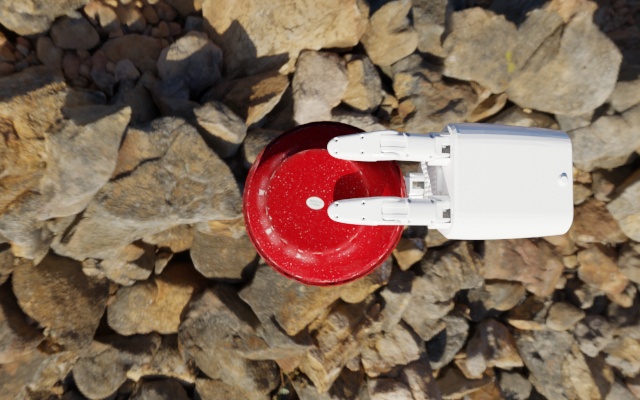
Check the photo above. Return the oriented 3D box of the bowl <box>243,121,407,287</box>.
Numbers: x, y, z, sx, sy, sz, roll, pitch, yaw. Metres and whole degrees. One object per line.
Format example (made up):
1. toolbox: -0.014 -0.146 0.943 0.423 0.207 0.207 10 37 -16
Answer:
1. bowl: -0.001 0.002 0.439 0.162 0.162 0.055 0 -2 7
